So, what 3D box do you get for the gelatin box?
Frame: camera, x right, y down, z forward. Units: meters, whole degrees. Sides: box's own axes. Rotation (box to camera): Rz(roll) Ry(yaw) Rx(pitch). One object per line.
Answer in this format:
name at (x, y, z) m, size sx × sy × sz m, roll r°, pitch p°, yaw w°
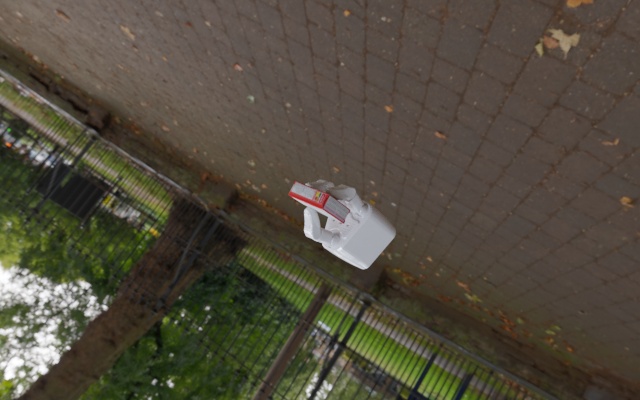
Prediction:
gelatin box at (0.000, 0.003, 0.806) m, size 0.073 × 0.030 × 0.089 m, roll 23°, pitch -6°, yaw 33°
